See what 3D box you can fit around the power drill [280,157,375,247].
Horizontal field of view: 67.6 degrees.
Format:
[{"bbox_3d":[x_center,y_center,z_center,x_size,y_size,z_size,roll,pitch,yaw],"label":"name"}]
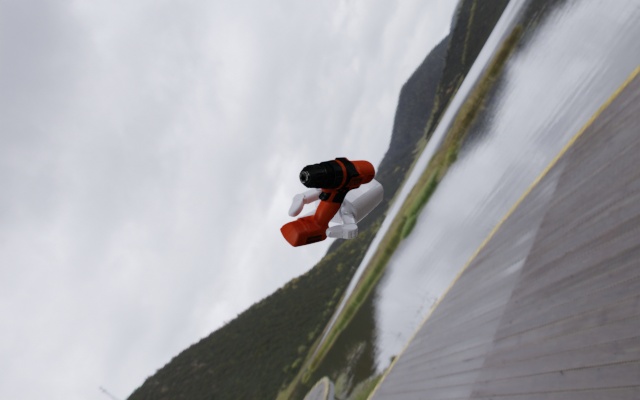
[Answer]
[{"bbox_3d":[0.000,0.003,0.874,0.184,0.057,0.188,-7,-40,-47],"label":"power drill"}]
